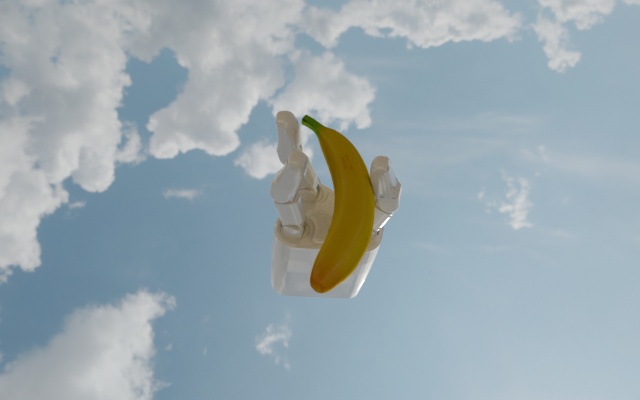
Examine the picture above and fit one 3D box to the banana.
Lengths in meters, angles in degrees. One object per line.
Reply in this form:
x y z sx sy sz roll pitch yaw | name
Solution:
0.018 0.000 0.442 0.069 0.197 0.037 5 -40 -13 | banana
